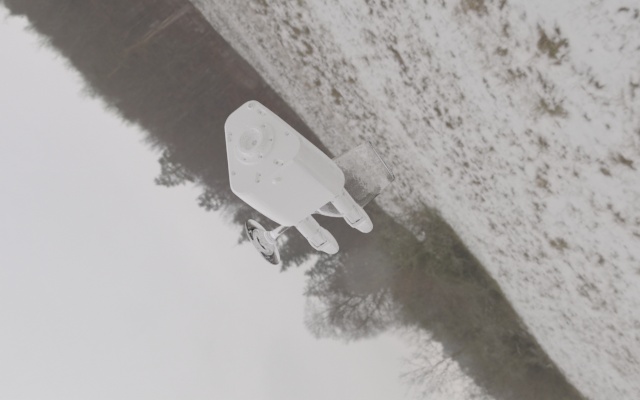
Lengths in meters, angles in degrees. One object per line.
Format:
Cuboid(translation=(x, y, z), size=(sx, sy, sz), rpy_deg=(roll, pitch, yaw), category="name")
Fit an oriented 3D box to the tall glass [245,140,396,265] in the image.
Cuboid(translation=(0.000, 0.002, 0.639), size=(0.201, 0.079, 0.079), rpy_deg=(-35, -8, 11), category="tall glass")
